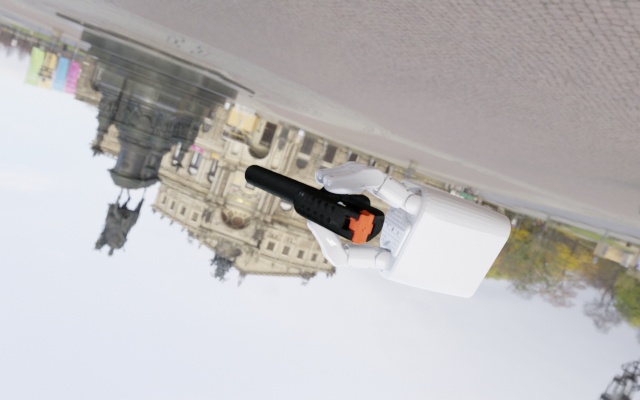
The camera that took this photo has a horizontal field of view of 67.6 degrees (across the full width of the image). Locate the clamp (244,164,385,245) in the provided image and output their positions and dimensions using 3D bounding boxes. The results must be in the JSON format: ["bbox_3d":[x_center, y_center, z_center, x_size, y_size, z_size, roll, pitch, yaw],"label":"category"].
[{"bbox_3d":[0.000,0.003,0.508,0.164,0.036,0.210,15,7,-12],"label":"clamp"}]
